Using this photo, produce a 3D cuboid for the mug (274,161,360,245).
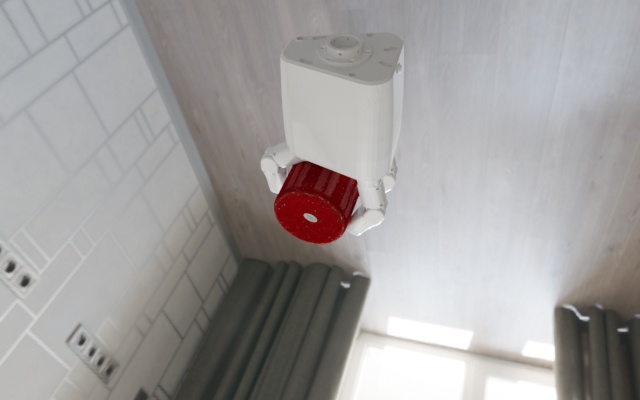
[{"bbox_3d":[0.000,0.003,0.535,0.093,0.117,0.081,10,46,15],"label":"mug"}]
